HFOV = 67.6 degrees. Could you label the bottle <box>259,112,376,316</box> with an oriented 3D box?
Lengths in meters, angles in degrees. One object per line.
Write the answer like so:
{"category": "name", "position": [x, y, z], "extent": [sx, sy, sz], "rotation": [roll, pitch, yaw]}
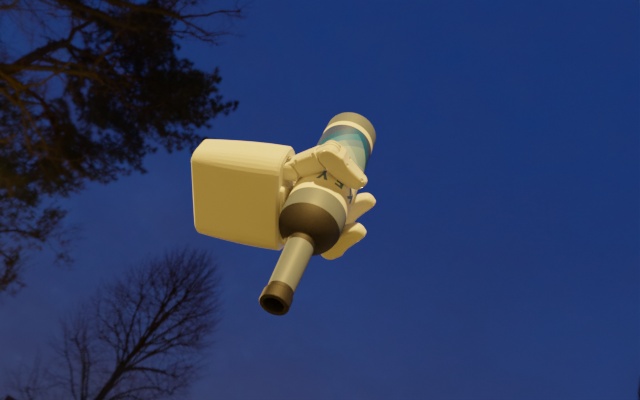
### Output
{"category": "bottle", "position": [0.000, 0.002, 0.519], "extent": [0.069, 0.069, 0.295], "rotation": [0, 37, 20]}
